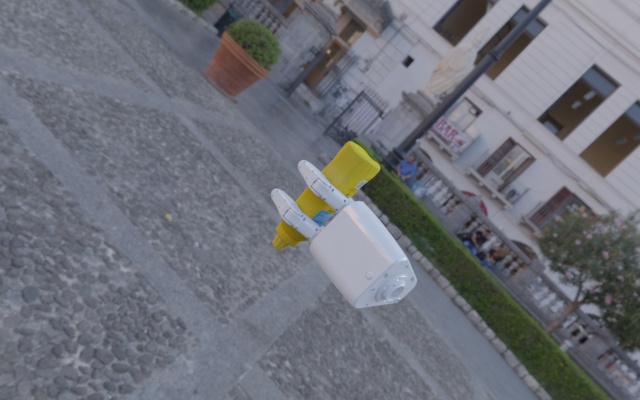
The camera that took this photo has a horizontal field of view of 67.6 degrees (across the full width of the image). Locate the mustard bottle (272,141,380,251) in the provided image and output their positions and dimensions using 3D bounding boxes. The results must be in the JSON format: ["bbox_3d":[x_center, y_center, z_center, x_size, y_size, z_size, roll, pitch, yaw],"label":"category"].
[{"bbox_3d":[0.000,0.002,0.692,0.058,0.191,0.096,46,12,11],"label":"mustard bottle"}]
